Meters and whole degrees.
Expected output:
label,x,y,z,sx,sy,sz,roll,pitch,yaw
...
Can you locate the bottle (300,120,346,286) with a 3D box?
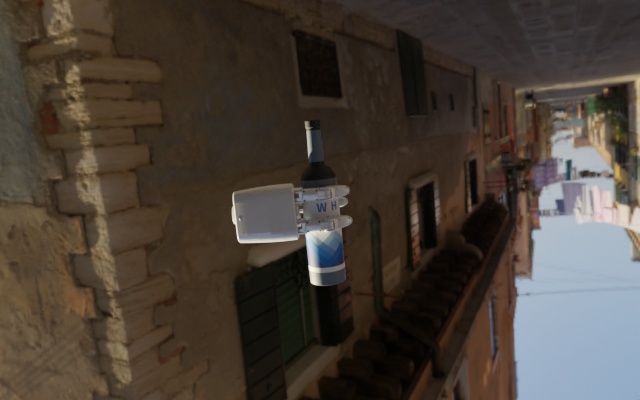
label,x,y,z,sx,sy,sz,roll,pitch,yaw
bottle,0.000,0.003,0.867,0.069,0.296,0.069,-6,8,1
